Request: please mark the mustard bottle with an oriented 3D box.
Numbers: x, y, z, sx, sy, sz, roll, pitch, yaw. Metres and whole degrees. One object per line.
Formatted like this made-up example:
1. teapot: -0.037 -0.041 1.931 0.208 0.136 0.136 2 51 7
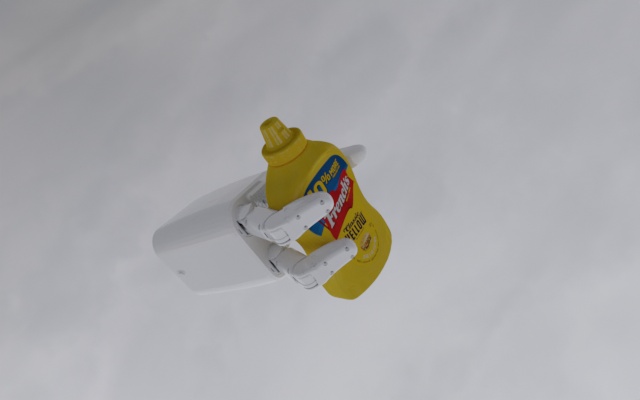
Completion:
1. mustard bottle: 0.000 0.002 0.457 0.058 0.192 0.096 3 46 45
